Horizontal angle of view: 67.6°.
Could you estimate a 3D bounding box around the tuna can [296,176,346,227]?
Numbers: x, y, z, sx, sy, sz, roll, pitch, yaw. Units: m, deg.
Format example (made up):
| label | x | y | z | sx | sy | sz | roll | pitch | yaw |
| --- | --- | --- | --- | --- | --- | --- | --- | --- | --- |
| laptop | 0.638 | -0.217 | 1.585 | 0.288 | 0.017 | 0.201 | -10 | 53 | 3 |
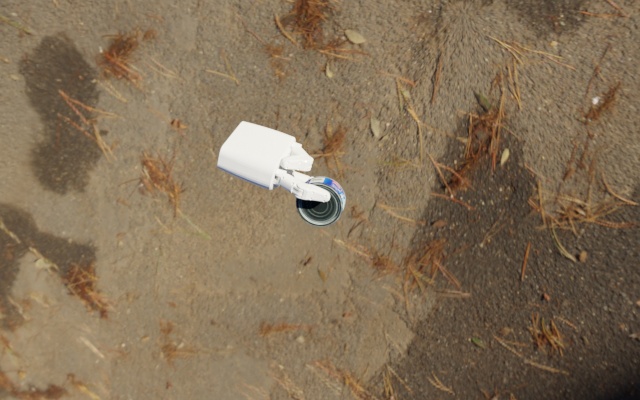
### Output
| label | x | y | z | sx | sy | sz | roll | pitch | yaw |
| --- | --- | --- | --- | --- | --- | --- | --- | --- | --- |
| tuna can | 0.000 | 0.003 | 0.844 | 0.086 | 0.086 | 0.033 | 0 | 23 | 11 |
